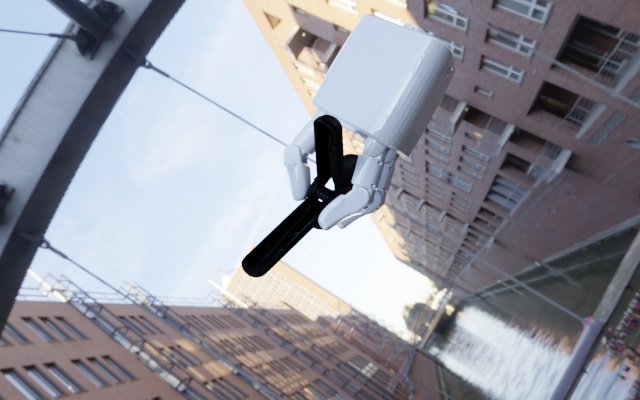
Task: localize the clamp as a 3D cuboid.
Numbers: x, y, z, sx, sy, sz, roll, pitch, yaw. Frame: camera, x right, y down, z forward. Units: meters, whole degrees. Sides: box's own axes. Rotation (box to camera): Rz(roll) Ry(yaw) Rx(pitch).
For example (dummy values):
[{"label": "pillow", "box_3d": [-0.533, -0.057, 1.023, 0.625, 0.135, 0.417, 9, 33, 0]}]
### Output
[{"label": "clamp", "box_3d": [0.000, 0.001, 0.504, 0.036, 0.164, 0.210, 34, 9, 17]}]
